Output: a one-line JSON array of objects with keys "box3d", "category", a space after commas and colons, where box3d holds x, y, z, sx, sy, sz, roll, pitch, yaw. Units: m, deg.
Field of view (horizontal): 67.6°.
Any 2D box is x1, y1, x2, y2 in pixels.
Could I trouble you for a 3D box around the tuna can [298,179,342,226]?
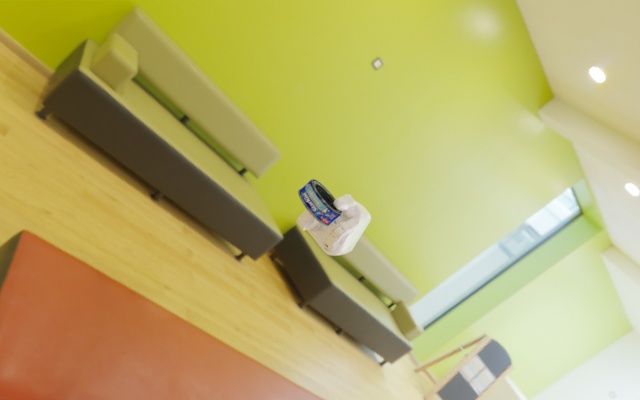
[{"box3d": [0.001, 0.002, 0.866, 0.034, 0.086, 0.086, -40, -11, 14], "category": "tuna can"}]
